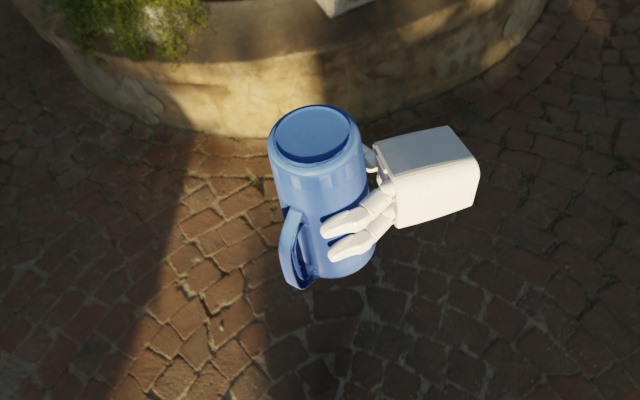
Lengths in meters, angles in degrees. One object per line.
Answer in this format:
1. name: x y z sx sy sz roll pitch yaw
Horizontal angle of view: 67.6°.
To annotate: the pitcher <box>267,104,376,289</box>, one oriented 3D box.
1. pitcher: 0.000 0.002 0.629 0.145 0.149 0.243 -15 -35 -2
